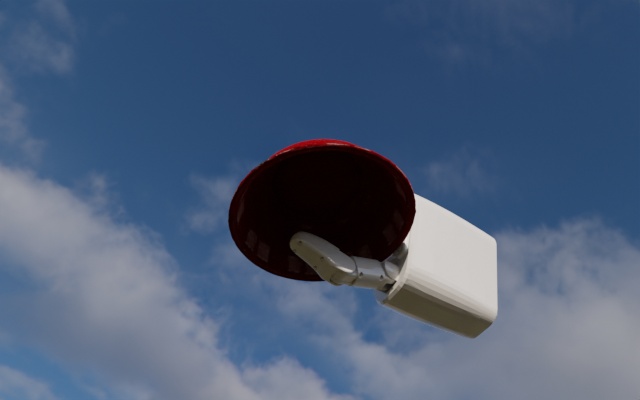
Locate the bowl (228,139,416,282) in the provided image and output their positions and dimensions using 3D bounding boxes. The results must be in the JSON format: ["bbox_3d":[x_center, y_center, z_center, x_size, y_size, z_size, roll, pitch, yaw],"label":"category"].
[{"bbox_3d":[-0.001,0.000,0.429,0.162,0.162,0.055,0,42,-7],"label":"bowl"}]
